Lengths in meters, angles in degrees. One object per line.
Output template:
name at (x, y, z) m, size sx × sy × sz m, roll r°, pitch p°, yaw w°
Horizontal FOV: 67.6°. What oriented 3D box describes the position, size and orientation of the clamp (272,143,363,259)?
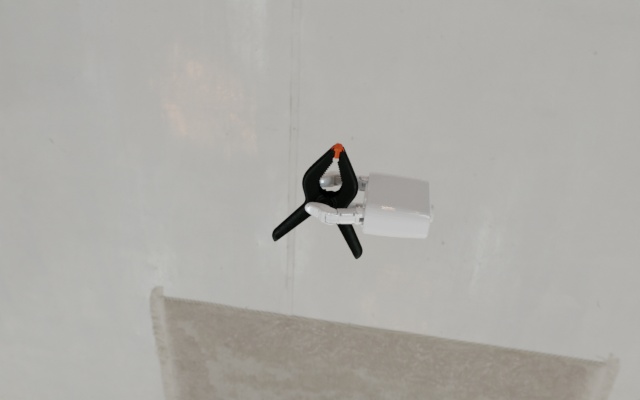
clamp at (0.000, 0.003, 0.816) m, size 0.164 × 0.210 × 0.036 m, roll 6°, pitch 27°, yaw 2°
